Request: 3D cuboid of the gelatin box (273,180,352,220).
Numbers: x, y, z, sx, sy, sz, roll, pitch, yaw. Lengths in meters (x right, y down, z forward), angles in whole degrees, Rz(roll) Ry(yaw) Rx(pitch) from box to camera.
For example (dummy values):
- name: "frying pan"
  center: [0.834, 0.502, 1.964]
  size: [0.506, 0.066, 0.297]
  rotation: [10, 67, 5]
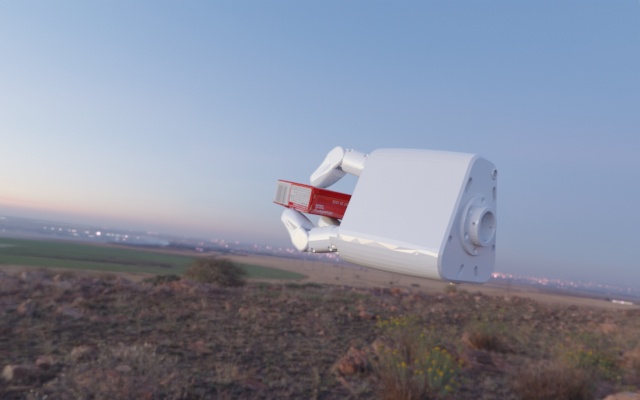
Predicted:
- name: "gelatin box"
  center: [0.000, 0.001, 0.520]
  size: [0.073, 0.030, 0.089]
  rotation: [12, 1, -31]
